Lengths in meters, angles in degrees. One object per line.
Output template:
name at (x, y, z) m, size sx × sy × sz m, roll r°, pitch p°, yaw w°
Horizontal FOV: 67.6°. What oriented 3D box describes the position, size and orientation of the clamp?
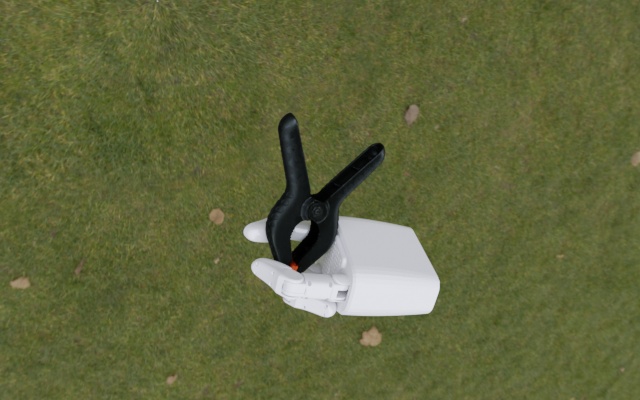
clamp at (0.000, 0.002, 0.495) m, size 0.120 × 0.171 × 0.039 m, roll 7°, pitch 19°, yaw -20°
